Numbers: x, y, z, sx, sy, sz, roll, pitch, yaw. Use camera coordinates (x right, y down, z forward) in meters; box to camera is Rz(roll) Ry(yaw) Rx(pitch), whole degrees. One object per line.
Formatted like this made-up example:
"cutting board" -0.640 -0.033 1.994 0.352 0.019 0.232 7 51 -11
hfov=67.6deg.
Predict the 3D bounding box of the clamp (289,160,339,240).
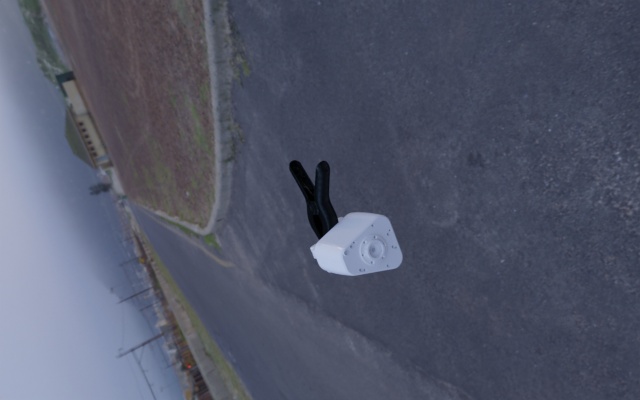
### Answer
"clamp" 0.000 0.003 0.854 0.039 0.171 0.120 -25 8 -21
